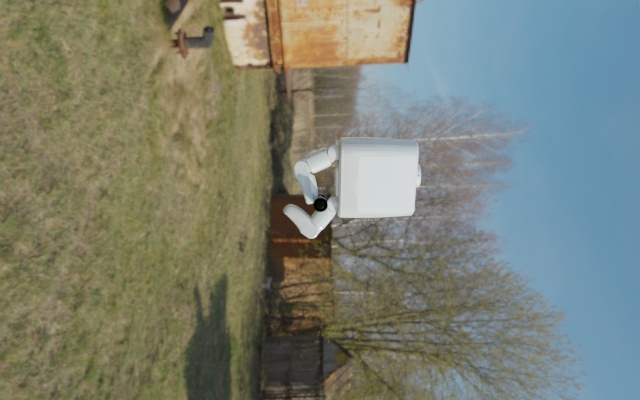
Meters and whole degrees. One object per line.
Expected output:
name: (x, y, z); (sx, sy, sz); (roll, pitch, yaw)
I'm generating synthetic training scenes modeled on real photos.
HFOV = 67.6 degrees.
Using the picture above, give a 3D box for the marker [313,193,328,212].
marker: (0.000, 0.002, 0.670); (0.020, 0.020, 0.121); (0, 3, 0)
